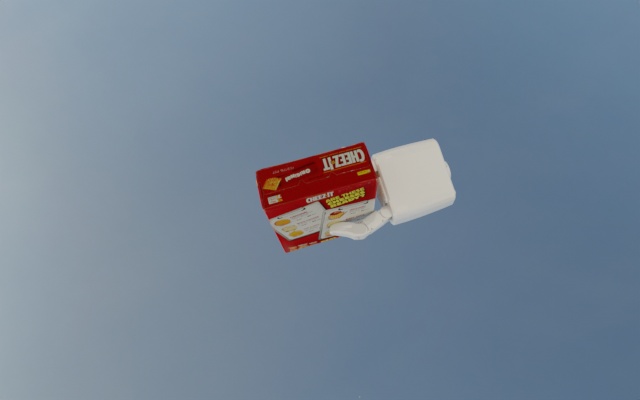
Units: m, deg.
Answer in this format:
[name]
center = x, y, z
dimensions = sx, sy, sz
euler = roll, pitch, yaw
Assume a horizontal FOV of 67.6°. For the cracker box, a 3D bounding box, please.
[cracker box]
center = 0.000, 0.003, 0.755
dimensions = 0.164, 0.072, 0.214
euler = -16, -23, -2
